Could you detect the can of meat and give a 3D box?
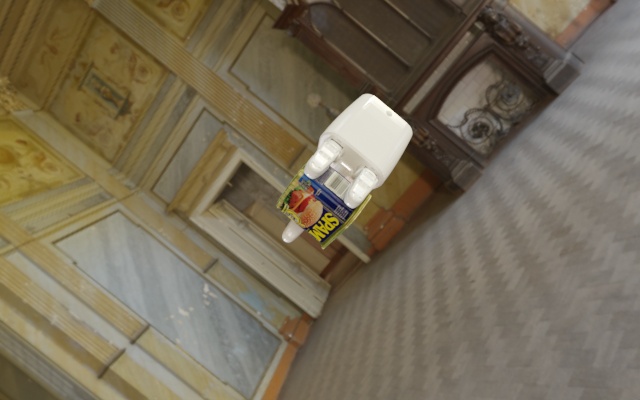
[{"bbox_3d":[0.000,0.002,0.585,0.084,0.057,0.102,40,-32,-1],"label":"can of meat"}]
